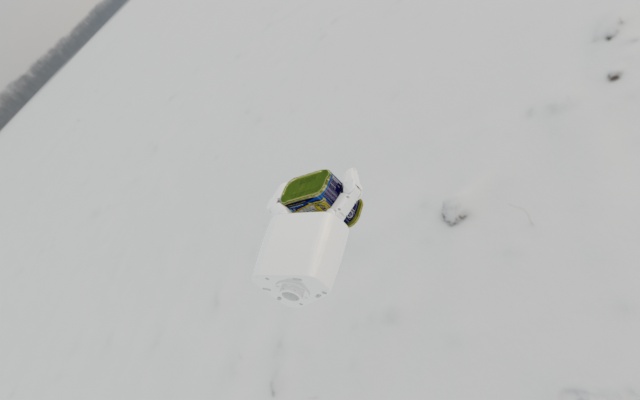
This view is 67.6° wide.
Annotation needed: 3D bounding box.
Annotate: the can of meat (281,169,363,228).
[{"bbox_3d":[0.000,0.002,0.740,0.102,0.057,0.084,-15,-47,41],"label":"can of meat"}]
